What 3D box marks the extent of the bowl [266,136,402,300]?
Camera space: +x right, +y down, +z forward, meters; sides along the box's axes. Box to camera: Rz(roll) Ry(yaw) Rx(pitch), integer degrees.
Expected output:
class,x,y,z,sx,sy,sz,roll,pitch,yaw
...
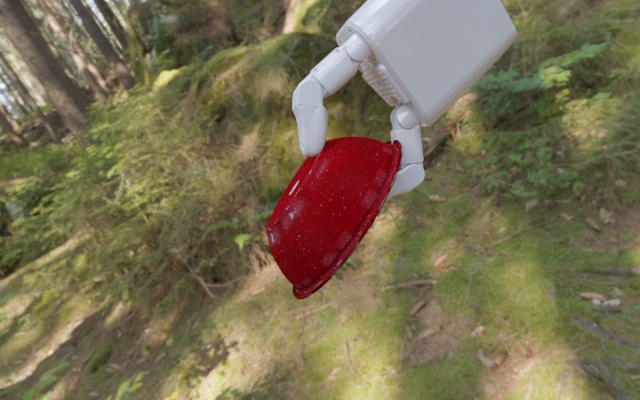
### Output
class,x,y,z,sx,sy,sz,roll,pitch,yaw
bowl,-0.001,0.002,0.412,0.055,0.162,0.162,32,-6,-10
